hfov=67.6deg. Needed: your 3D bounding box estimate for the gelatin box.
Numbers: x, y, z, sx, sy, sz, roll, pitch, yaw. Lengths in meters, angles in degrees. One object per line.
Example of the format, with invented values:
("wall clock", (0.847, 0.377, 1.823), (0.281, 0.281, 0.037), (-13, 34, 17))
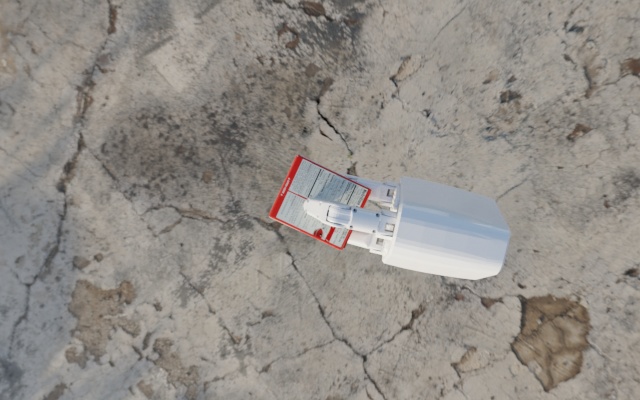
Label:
("gelatin box", (0.000, 0.002, 0.512), (0.089, 0.073, 0.030), (25, 6, 0))
